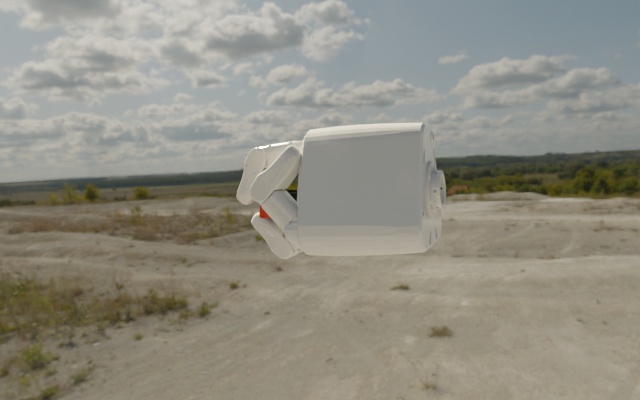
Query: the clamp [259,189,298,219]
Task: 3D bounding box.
[{"bbox_3d":[0.000,0.001,0.528,0.120,0.039,0.171,-3,4,23],"label":"clamp"}]
